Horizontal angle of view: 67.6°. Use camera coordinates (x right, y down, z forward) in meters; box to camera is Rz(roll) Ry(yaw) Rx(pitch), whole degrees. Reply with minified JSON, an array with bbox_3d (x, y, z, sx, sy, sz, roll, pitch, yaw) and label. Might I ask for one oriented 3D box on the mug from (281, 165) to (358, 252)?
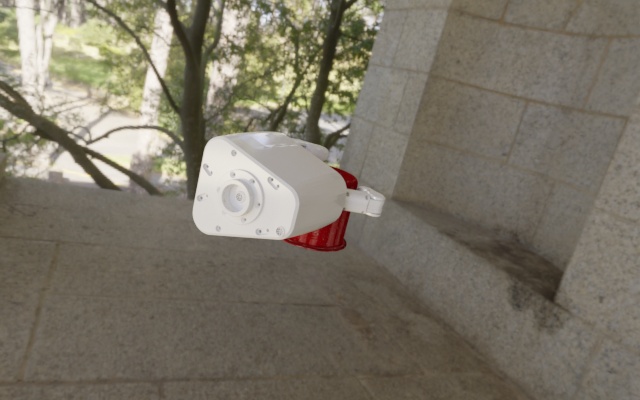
[{"bbox_3d":[0.001,0.001,0.564,0.093,0.081,0.117,20,15,21],"label":"mug"}]
